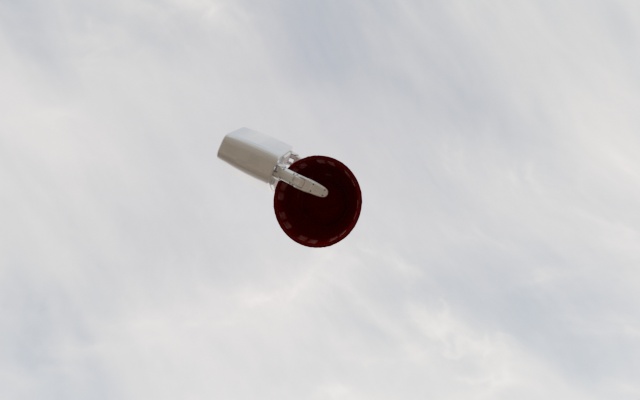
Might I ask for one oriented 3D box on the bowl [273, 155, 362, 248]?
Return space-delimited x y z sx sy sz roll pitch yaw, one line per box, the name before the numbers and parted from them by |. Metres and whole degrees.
bowl | 0.001 0.004 0.852 0.162 0.162 0.055 0 -3 16
